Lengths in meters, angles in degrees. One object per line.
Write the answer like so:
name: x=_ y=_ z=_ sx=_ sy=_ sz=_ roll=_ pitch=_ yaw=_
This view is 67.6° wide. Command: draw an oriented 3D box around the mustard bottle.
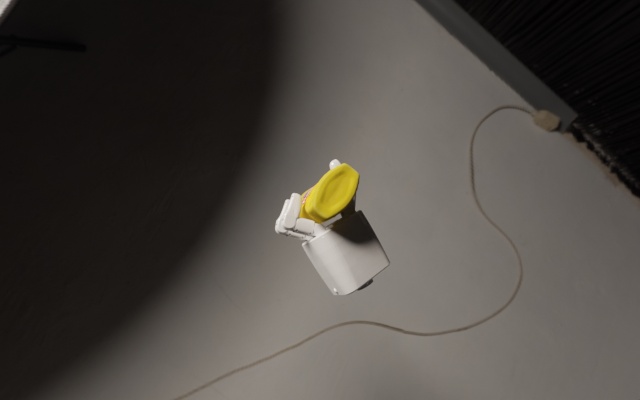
mustard bottle: x=0.000 y=0.002 z=0.814 sx=0.058 sy=0.096 sz=0.192 roll=36 pitch=-18 yaw=-6
